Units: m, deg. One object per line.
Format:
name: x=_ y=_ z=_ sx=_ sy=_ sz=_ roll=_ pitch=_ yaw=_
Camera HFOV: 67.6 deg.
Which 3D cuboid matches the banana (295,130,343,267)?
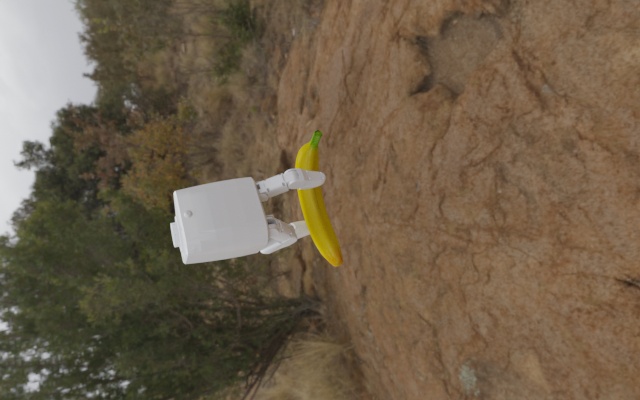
banana: x=-0.007 y=0.001 z=0.707 sx=0.037 sy=0.198 sz=0.069 roll=-10 pitch=-4 yaw=-21
